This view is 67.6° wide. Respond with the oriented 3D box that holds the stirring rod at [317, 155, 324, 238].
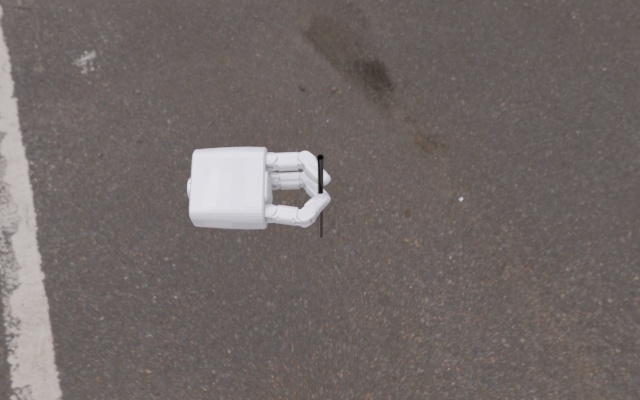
[{"bbox_3d":[0.000,0.002,0.717,0.011,0.011,0.240,0,-29,0],"label":"stirring rod"}]
